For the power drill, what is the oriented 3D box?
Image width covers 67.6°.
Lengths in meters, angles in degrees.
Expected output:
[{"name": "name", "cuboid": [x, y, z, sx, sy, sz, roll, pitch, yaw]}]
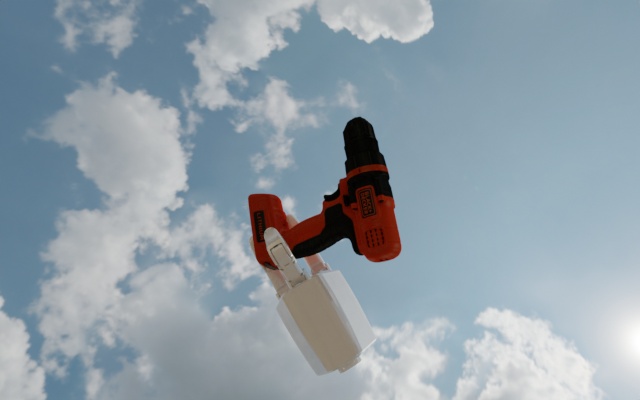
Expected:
[{"name": "power drill", "cuboid": [0.000, 0.002, 0.604, 0.188, 0.184, 0.057, -18, -21, 24]}]
